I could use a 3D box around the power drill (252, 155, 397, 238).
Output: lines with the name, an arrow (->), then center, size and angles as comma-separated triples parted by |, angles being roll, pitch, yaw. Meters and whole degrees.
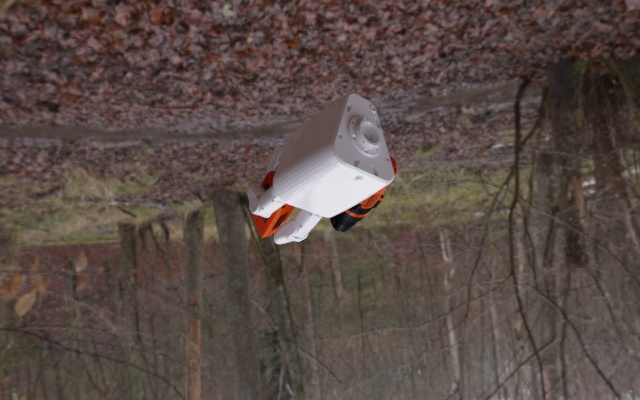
power drill -> 0.000, 0.002, 0.691 | 0.187, 0.057, 0.184 | -10, -29, -28
